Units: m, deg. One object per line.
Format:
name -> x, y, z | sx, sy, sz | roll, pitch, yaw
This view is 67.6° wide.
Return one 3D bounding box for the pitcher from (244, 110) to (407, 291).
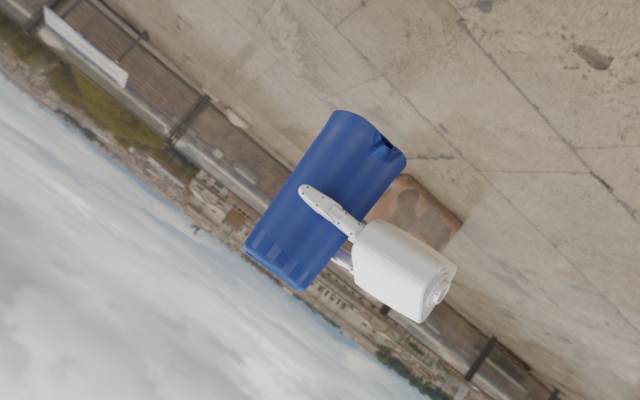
pitcher -> 0.000, 0.002, 0.689 | 0.145, 0.243, 0.149 | 32, -12, 27
